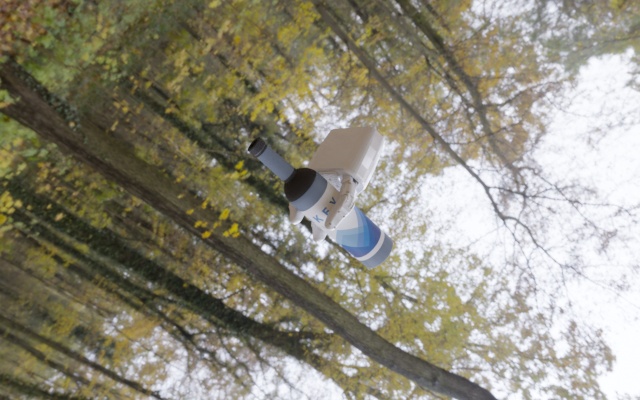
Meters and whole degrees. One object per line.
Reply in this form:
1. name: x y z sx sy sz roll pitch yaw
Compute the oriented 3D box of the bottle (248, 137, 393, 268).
1. bottle: 0.000 0.003 0.781 0.296 0.069 0.069 41 -19 -24
